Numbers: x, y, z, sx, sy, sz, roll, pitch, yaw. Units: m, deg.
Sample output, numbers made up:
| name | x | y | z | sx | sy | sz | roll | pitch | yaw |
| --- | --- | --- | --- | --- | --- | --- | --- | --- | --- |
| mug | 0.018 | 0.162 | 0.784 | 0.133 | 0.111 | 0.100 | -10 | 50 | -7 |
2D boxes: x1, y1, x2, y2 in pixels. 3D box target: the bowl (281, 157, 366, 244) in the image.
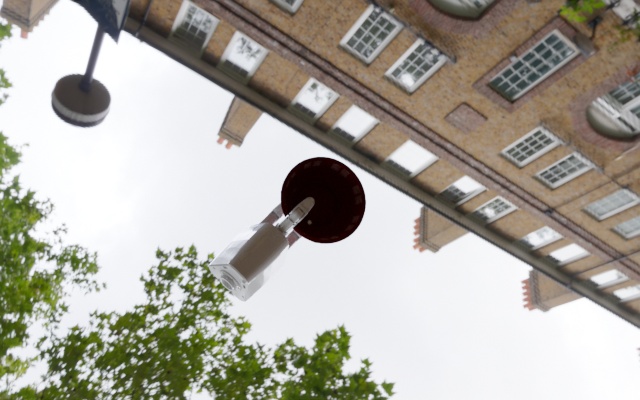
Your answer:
| name | x | y | z | sx | sy | sz | roll | pitch | yaw |
| --- | --- | --- | --- | --- | --- | --- | --- | --- | --- |
| bowl | 0.001 | 0.002 | 0.886 | 0.162 | 0.162 | 0.055 | 0 | -11 | -16 |
